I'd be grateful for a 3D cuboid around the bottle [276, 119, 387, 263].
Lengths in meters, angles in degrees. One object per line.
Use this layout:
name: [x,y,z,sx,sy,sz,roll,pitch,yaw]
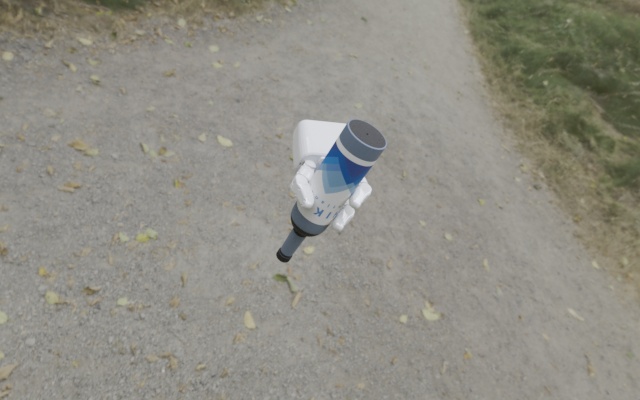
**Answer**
bottle: [0.000,0.002,0.773,0.069,0.069,0.296,0,-42,-38]
